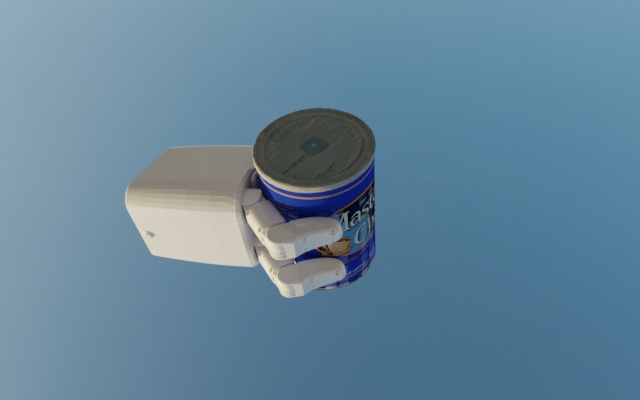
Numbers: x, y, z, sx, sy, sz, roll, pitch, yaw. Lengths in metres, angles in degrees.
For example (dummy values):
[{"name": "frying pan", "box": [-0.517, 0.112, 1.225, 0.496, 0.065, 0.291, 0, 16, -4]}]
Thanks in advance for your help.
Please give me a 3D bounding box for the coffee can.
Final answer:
[{"name": "coffee can", "box": [0.000, 0.001, 0.444, 0.103, 0.102, 0.140, 0, -44, 7]}]
